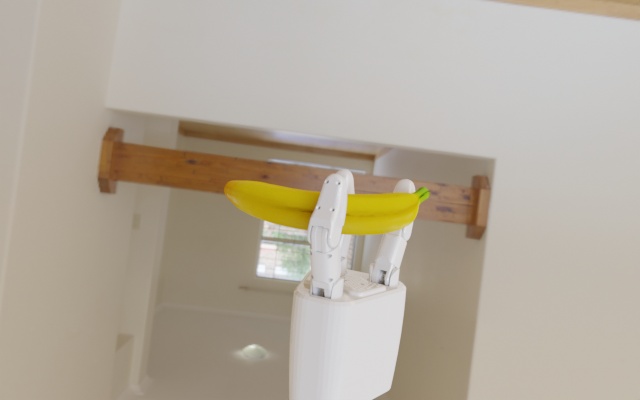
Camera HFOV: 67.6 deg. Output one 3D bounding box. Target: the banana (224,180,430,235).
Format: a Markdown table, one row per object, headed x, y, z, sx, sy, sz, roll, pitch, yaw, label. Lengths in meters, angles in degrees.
| x | y | z | sx | sy | sz | roll | pitch | yaw | label |
| --- | --- | --- | --- | --- | --- | --- | --- | --- | --- |
| 0.002 | 0.006 | 0.436 | 0.198 | 0.037 | 0.069 | 4 | 14 | 4 | banana |
